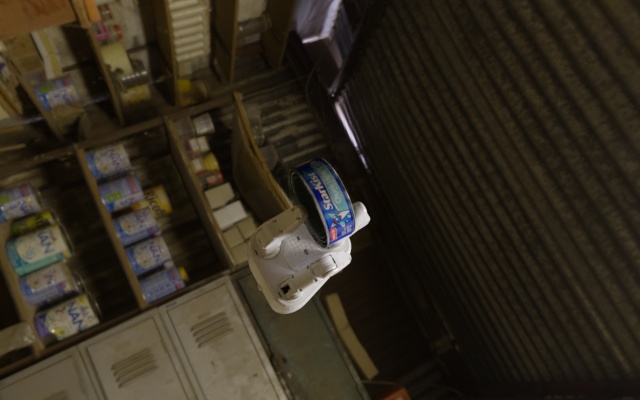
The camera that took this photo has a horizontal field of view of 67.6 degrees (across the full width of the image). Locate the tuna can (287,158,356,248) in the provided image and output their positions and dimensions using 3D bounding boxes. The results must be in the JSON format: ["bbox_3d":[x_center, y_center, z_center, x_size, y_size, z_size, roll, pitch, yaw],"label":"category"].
[{"bbox_3d":[0.001,0.001,0.474,0.034,0.086,0.086,-25,6,-14],"label":"tuna can"}]
